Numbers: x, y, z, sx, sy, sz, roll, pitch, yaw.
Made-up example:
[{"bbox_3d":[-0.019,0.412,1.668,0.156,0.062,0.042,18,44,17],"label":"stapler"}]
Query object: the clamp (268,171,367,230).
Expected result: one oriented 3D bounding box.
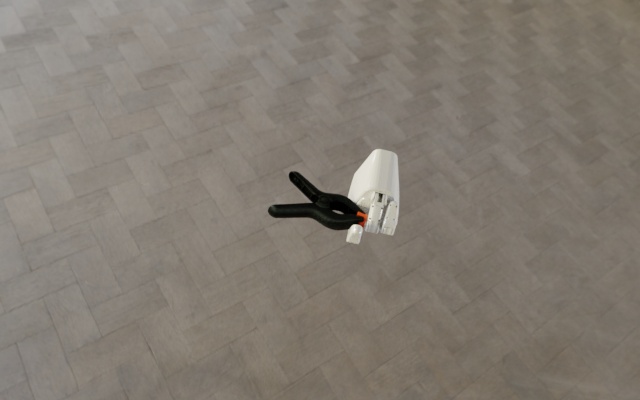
[{"bbox_3d":[0.000,0.003,0.859,0.171,0.120,0.039,15,-41,-3],"label":"clamp"}]
